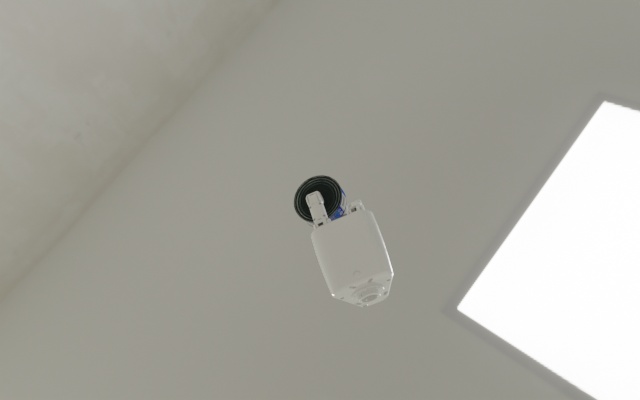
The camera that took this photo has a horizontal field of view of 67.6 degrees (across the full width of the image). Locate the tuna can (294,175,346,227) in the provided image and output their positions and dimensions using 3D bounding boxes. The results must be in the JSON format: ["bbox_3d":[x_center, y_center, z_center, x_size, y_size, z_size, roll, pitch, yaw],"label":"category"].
[{"bbox_3d":[0.000,0.003,0.810,0.086,0.086,0.034,0,-24,22],"label":"tuna can"}]
